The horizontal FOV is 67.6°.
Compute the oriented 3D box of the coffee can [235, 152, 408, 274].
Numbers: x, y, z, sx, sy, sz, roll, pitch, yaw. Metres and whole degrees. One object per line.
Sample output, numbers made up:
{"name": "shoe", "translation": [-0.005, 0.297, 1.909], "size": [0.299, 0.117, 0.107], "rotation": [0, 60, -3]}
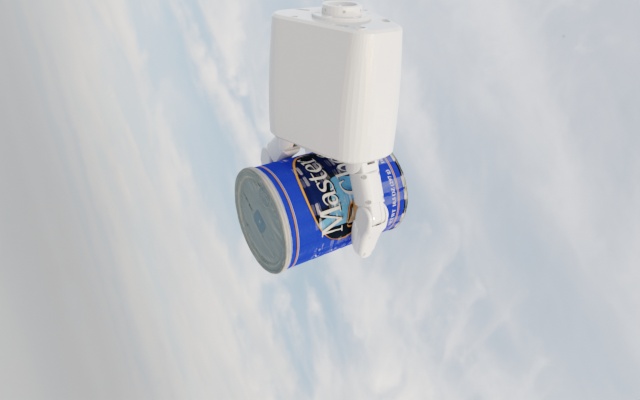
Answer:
{"name": "coffee can", "translation": [0.000, 0.002, 0.475], "size": [0.140, 0.103, 0.103], "rotation": [-18, 9, -29]}
